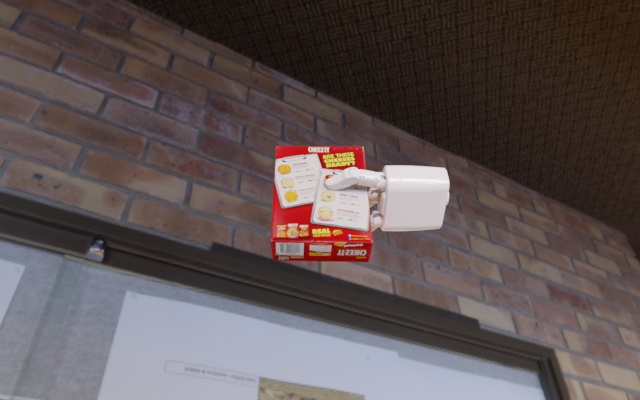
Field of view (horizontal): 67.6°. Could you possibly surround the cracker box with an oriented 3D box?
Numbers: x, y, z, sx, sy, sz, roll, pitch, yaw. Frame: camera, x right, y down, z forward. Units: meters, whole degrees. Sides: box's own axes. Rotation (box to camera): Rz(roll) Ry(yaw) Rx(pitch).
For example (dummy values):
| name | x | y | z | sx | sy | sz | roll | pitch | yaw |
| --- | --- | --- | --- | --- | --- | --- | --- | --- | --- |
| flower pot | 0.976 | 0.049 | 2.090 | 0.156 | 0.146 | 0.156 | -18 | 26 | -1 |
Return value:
| name | x | y | z | sx | sy | sz | roll | pitch | yaw |
| --- | --- | --- | --- | --- | --- | --- | --- | --- | --- |
| cracker box | 0.000 | 0.003 | 0.835 | 0.164 | 0.213 | 0.072 | 1 | -39 | -2 |
